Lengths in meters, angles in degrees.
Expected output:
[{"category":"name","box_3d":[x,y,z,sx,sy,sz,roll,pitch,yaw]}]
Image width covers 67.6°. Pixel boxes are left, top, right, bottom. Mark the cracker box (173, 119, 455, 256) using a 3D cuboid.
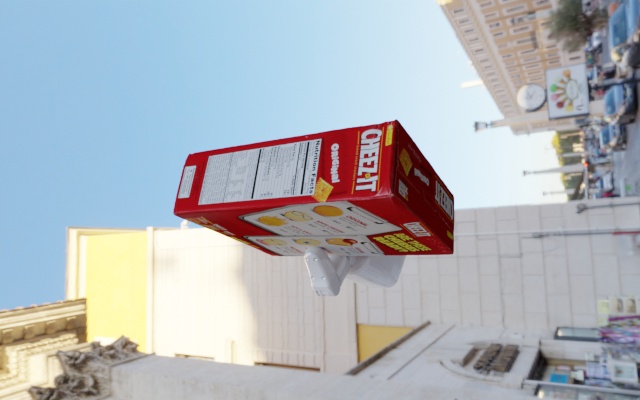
[{"category":"cracker box","box_3d":[0.000,0.002,0.453,0.214,0.072,0.164,-5,-22,29]}]
